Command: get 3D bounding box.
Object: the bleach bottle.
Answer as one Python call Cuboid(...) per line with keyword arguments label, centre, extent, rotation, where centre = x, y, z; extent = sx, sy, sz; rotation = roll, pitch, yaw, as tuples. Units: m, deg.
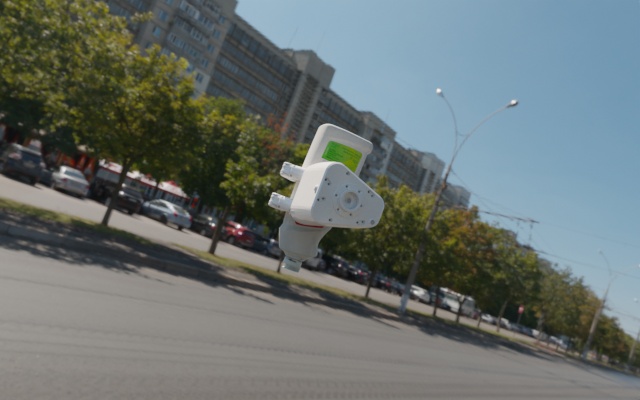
Cuboid(label="bleach bottle", centre=(0.000, 0.003, 0.817), extent=(0.102, 0.251, 0.068), rotation=(22, -6, -17))
